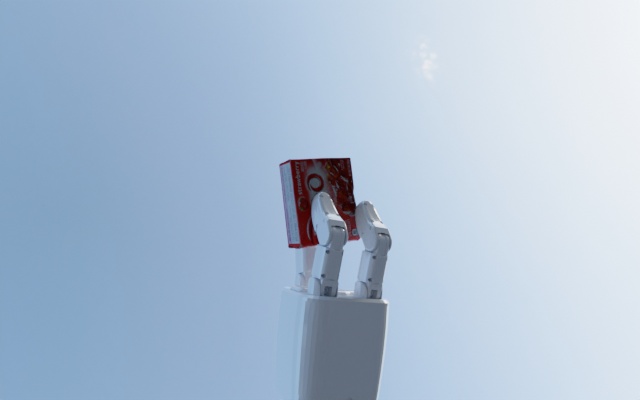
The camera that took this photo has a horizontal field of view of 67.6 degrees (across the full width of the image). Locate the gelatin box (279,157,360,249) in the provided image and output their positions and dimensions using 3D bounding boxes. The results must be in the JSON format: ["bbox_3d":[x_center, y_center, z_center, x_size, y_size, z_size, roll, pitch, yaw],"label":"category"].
[{"bbox_3d":[0.000,0.001,0.491,0.073,0.089,0.030,-5,-4,-31],"label":"gelatin box"}]
